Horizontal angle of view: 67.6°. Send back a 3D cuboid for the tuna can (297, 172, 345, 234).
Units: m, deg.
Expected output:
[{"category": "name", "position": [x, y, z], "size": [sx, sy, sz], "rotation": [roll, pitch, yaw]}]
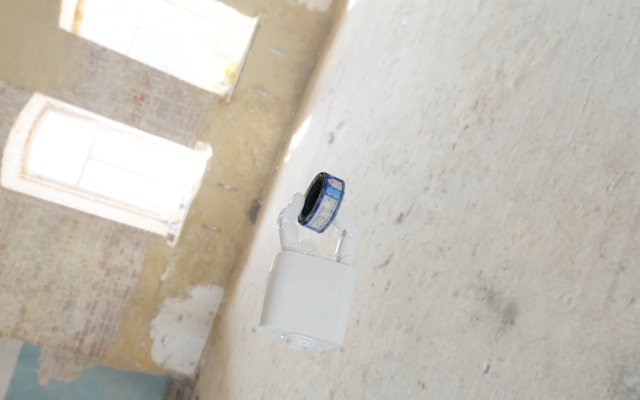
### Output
[{"category": "tuna can", "position": [0.000, 0.002, 0.687], "size": [0.034, 0.086, 0.086], "rotation": [25, -7, -16]}]
